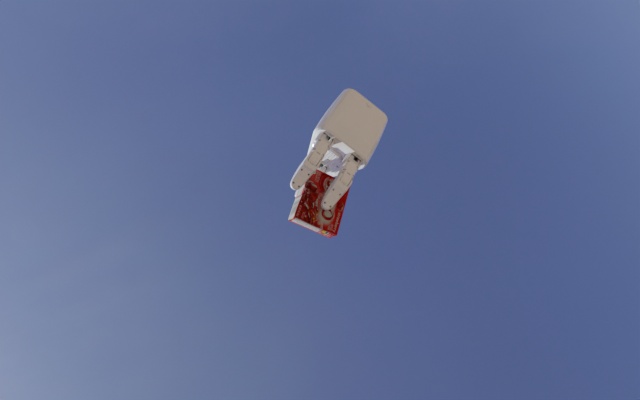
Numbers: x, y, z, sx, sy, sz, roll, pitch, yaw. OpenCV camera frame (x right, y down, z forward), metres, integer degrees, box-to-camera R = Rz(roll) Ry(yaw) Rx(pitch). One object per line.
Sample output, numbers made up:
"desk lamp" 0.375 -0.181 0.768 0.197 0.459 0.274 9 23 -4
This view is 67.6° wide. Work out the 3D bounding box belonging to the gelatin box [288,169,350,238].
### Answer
"gelatin box" 0.000 0.003 0.729 0.073 0.089 0.030 25 -23 -17
